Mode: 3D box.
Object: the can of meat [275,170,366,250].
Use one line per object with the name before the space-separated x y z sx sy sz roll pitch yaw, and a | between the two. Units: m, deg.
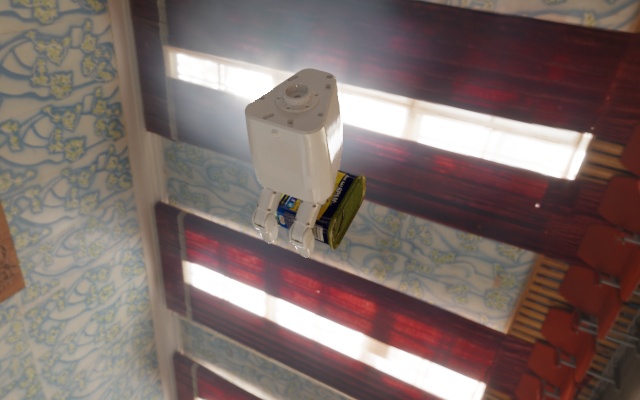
can of meat | 0.000 0.002 0.617 0.084 0.102 0.057 19 -33 19
